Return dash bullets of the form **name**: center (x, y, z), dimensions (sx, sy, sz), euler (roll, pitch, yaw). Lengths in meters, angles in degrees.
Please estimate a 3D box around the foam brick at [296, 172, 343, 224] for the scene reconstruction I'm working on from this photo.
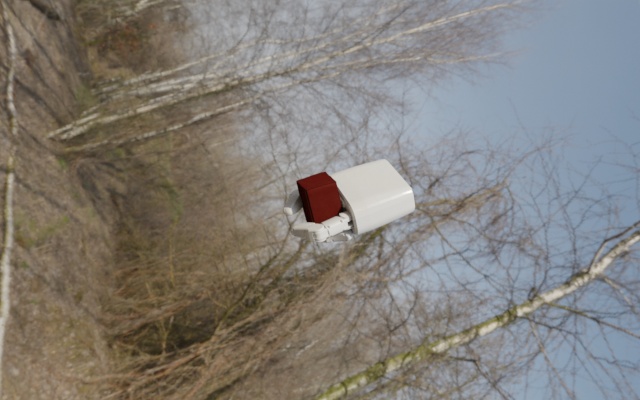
- **foam brick**: center (0.000, 0.002, 0.747), dimensions (0.051, 0.078, 0.053), euler (-19, 27, -12)
